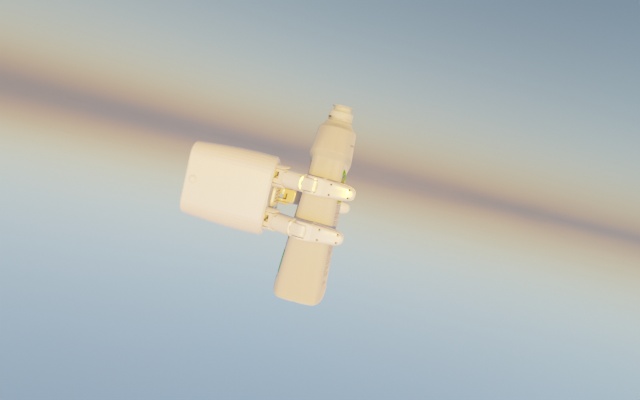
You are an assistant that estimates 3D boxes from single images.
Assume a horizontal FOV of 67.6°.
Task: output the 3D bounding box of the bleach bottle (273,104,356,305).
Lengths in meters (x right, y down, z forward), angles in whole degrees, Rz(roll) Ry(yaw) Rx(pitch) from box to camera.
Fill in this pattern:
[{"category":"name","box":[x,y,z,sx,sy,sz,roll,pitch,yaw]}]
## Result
[{"category":"bleach bottle","box":[0.000,0.002,0.624,0.068,0.251,0.102,14,5,3]}]
